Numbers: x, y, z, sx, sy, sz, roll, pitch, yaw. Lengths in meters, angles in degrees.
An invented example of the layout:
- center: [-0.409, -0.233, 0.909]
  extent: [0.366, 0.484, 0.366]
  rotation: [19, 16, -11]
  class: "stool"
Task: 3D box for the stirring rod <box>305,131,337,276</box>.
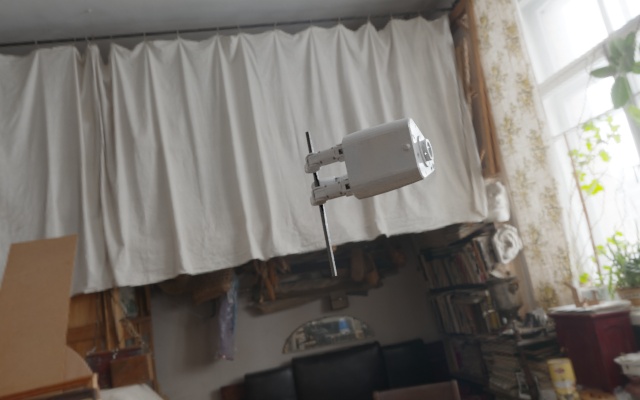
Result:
- center: [0.000, 0.003, 0.773]
  extent: [0.011, 0.239, 0.011]
  rotation: [-10, -11, -2]
  class: "stirring rod"
